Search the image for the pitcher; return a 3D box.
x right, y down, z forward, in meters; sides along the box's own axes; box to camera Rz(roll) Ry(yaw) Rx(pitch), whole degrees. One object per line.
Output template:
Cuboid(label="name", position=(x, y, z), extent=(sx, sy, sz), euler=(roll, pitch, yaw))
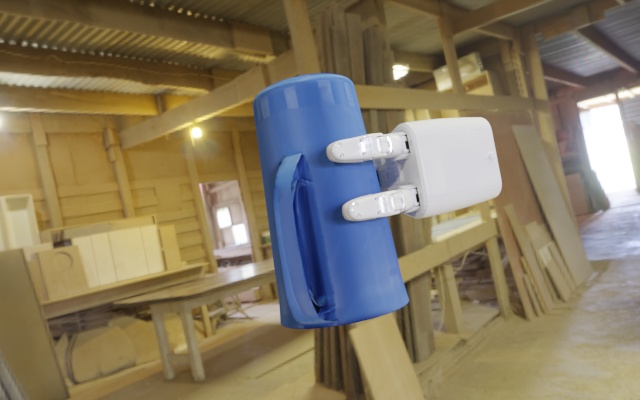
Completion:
Cuboid(label="pitcher", position=(0.000, 0.002, 0.484), extent=(0.145, 0.243, 0.149), euler=(-10, -2, -23))
